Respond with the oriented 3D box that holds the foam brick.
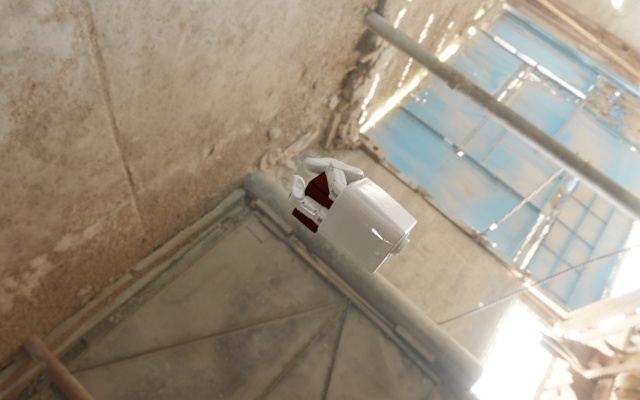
[{"bbox_3d":[0.000,0.003,0.754,0.051,0.078,0.053,40,39,11],"label":"foam brick"}]
